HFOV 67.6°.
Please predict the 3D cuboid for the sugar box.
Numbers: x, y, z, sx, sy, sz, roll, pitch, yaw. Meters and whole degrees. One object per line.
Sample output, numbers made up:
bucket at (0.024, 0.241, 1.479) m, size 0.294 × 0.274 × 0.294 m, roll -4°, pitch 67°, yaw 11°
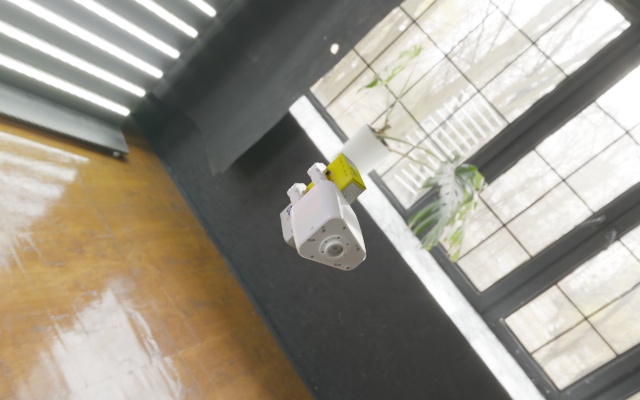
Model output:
sugar box at (0.000, 0.003, 0.876) m, size 0.048 × 0.176 × 0.093 m, roll 37°, pitch 20°, yaw -30°
